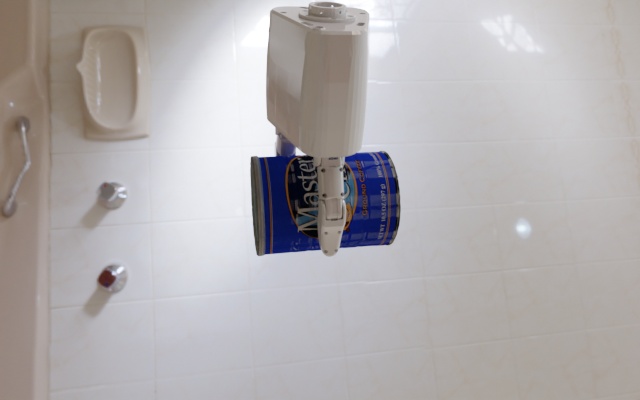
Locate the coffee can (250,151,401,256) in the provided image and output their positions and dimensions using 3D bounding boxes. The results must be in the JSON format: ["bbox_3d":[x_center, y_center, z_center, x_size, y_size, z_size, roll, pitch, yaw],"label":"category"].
[{"bbox_3d":[0.000,0.002,0.501,0.140,0.103,0.103,-4,1,-11],"label":"coffee can"}]
